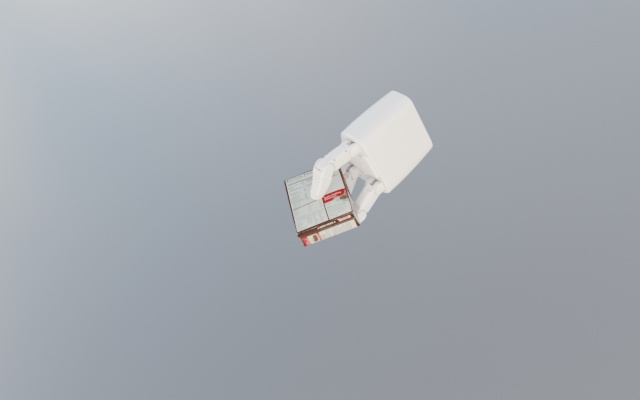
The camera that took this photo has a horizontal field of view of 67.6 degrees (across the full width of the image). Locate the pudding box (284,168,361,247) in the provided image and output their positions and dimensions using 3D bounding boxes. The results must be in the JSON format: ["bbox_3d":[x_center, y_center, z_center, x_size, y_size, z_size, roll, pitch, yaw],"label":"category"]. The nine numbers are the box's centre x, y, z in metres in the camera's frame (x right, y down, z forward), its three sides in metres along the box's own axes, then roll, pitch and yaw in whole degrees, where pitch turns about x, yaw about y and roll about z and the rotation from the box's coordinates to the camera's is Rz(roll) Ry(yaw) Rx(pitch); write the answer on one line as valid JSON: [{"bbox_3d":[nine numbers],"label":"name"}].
[{"bbox_3d":[0.000,0.002,0.710,0.090,0.113,0.039,-22,-43,7],"label":"pudding box"}]
